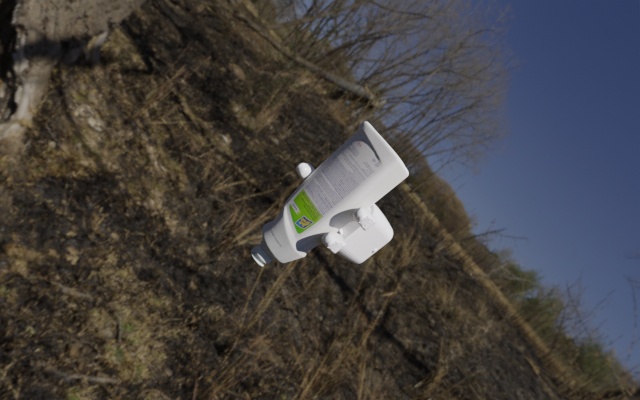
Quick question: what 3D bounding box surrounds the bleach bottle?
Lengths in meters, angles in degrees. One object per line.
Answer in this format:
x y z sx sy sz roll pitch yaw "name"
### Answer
0.000 0.002 0.695 0.251 0.102 0.068 -38 -35 6 "bleach bottle"
